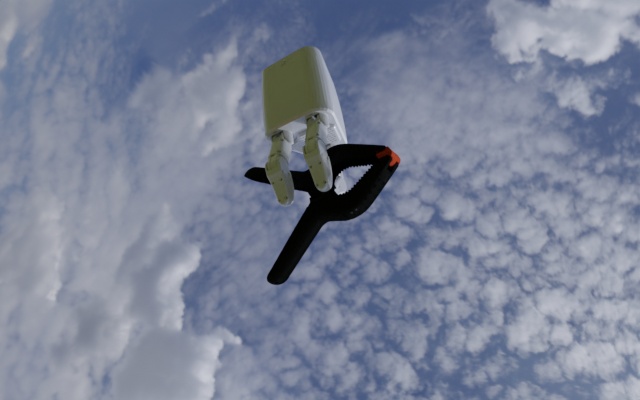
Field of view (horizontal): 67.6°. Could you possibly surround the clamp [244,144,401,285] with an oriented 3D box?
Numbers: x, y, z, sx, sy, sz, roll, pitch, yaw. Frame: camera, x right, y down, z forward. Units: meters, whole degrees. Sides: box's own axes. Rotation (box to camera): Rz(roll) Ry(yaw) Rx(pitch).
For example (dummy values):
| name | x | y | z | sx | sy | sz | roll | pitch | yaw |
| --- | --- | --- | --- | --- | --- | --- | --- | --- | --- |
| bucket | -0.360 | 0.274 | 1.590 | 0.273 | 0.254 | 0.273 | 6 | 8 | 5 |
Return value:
| name | x | y | z | sx | sy | sz | roll | pitch | yaw |
| --- | --- | --- | --- | --- | --- | --- | --- | --- | --- |
| clamp | 0.001 | 0.002 | 0.575 | 0.210 | 0.164 | 0.036 | -21 | -24 | 25 |
